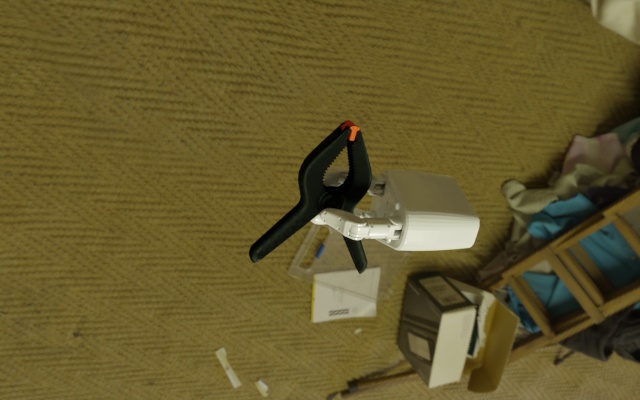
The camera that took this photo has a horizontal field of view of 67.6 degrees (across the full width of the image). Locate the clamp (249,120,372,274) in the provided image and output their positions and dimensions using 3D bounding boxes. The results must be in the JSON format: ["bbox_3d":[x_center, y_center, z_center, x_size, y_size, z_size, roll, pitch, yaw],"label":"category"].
[{"bbox_3d":[0.001,0.002,0.600,0.164,0.210,0.036,2,24,-19],"label":"clamp"}]
